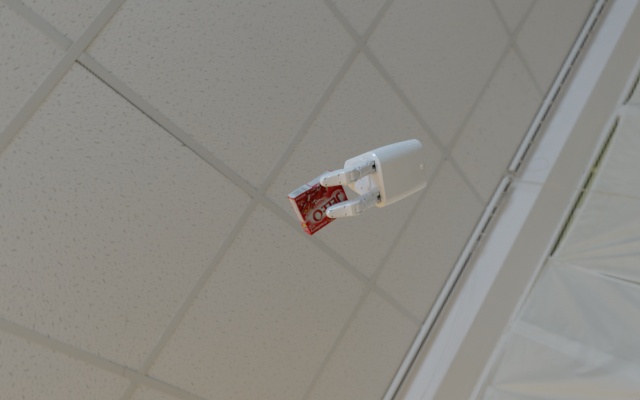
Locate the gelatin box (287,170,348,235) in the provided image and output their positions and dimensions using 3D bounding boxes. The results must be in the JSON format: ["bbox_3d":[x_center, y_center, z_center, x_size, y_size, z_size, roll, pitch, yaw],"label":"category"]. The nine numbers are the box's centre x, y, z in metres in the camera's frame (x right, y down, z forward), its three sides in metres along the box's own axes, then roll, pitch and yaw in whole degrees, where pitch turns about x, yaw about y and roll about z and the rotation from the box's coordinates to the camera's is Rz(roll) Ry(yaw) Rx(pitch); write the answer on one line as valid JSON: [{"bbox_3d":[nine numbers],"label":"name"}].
[{"bbox_3d":[0.000,0.003,0.790,0.089,0.073,0.030,-32,25,-19],"label":"gelatin box"}]
